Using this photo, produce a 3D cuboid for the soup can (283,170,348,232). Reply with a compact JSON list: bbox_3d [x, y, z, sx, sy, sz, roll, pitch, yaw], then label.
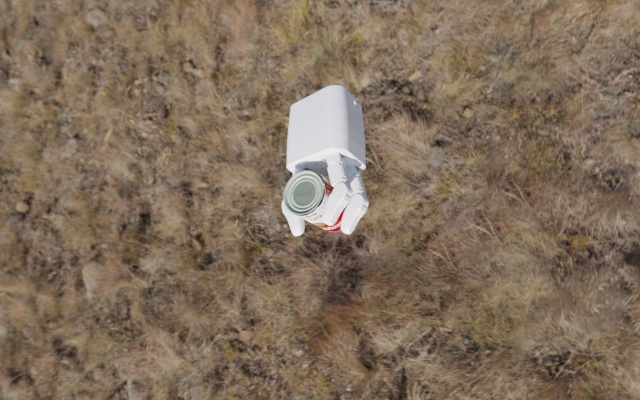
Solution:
[{"bbox_3d":[0.000,0.003,0.697,0.068,0.068,0.102,0,-16,29],"label":"soup can"}]
